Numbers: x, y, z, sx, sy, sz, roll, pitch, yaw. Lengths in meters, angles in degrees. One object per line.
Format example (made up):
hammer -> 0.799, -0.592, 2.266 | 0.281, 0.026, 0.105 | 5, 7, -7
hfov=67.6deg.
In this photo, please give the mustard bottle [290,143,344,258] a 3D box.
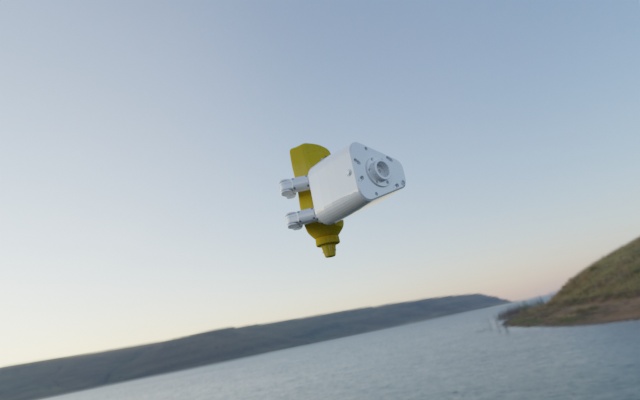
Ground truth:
mustard bottle -> 0.000, 0.003, 0.816 | 0.058, 0.191, 0.096 | -19, -18, 26
